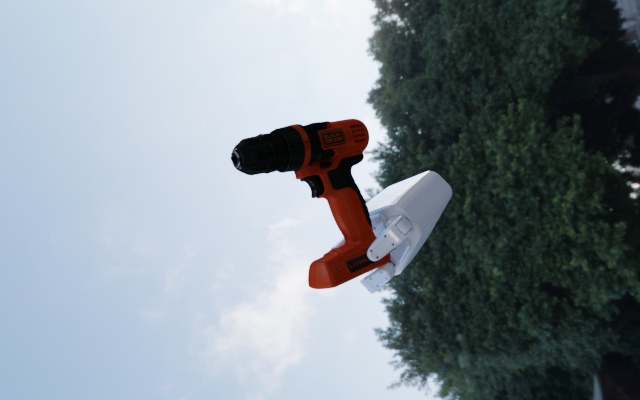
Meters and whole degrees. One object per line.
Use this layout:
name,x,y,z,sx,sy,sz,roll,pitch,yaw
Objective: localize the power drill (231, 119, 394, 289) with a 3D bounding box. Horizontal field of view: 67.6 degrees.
power drill,0.000,0.002,0.550,0.184,0.187,0.057,-16,2,-35
